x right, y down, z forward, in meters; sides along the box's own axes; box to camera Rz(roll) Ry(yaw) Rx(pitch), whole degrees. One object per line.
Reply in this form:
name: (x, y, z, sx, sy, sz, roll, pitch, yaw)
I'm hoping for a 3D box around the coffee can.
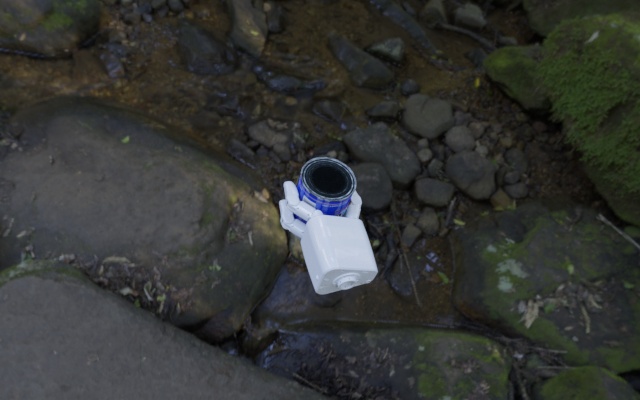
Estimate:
coffee can: (0.000, 0.003, 0.900, 0.103, 0.102, 0.140, 0, -38, -15)
